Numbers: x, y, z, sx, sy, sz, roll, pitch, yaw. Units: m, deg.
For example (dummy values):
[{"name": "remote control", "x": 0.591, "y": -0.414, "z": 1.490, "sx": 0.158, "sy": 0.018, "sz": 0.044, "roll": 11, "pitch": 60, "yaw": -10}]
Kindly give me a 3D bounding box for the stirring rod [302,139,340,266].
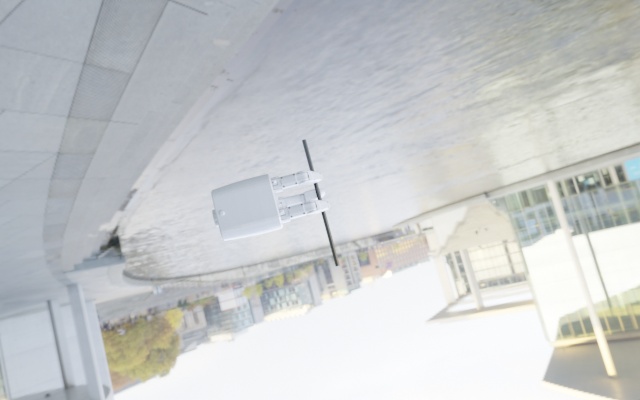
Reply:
[{"name": "stirring rod", "x": 0.000, "y": 0.003, "z": 0.875, "sx": 0.011, "sy": 0.239, "sz": 0.011, "roll": -15, "pitch": -6, "yaw": -2}]
